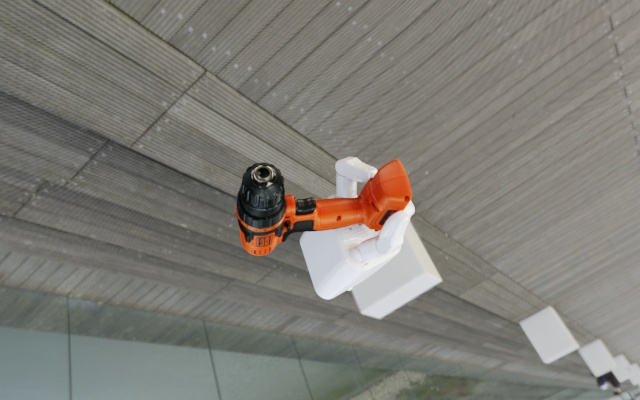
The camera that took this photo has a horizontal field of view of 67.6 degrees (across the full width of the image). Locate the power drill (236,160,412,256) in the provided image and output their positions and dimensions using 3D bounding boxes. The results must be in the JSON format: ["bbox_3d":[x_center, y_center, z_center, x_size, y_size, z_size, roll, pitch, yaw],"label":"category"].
[{"bbox_3d":[0.000,0.002,0.530,0.187,0.057,0.184,-8,-21,-13],"label":"power drill"}]
